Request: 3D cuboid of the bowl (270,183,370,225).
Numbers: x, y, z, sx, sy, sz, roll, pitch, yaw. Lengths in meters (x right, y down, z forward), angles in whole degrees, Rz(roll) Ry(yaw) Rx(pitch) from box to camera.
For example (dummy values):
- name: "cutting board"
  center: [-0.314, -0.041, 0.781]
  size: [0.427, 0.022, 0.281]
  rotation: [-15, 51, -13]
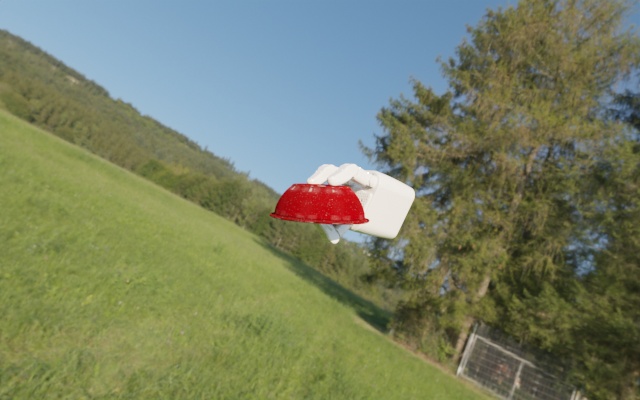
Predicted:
- name: "bowl"
  center: [-0.001, 0.002, 0.768]
  size: [0.162, 0.055, 0.162]
  rotation: [3, 4, 0]
